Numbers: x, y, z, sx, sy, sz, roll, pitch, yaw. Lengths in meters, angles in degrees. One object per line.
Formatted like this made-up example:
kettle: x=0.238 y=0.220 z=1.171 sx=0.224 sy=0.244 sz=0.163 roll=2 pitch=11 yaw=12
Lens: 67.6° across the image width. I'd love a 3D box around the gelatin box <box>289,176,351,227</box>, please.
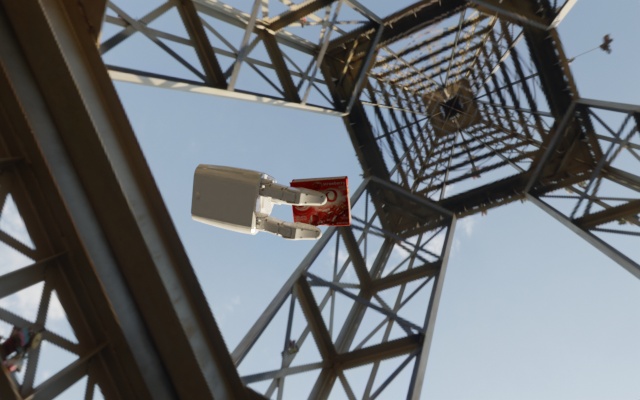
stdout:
gelatin box: x=0.001 y=0.002 z=0.732 sx=0.089 sy=0.073 sz=0.030 roll=-3 pitch=12 yaw=8
